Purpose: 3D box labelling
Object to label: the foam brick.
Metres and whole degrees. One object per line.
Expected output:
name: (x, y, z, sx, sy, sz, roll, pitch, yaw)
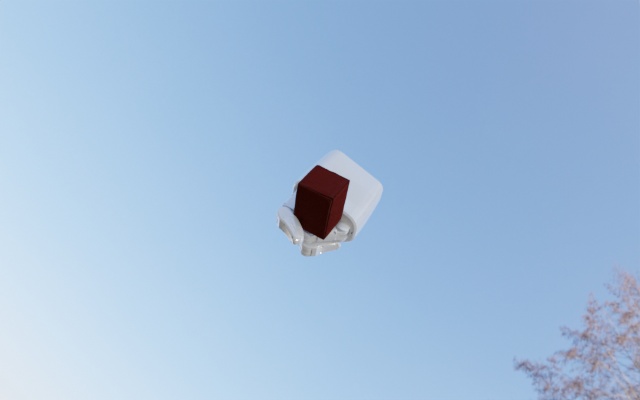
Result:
foam brick: (0.000, 0.002, 0.639, 0.053, 0.078, 0.051, 27, 46, 16)
